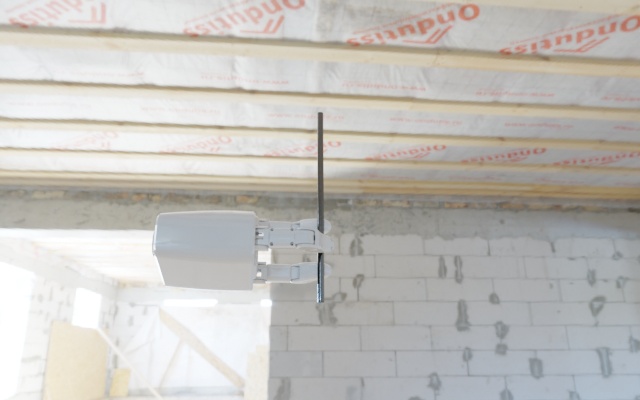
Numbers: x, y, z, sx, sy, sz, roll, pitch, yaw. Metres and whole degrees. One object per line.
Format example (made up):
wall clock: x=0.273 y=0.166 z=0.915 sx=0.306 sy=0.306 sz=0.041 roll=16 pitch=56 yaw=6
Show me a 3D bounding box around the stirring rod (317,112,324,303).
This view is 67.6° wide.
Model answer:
stirring rod: x=0.000 y=0.002 z=0.583 sx=0.011 sy=0.239 sz=0.011 roll=0 pitch=-17 yaw=0
